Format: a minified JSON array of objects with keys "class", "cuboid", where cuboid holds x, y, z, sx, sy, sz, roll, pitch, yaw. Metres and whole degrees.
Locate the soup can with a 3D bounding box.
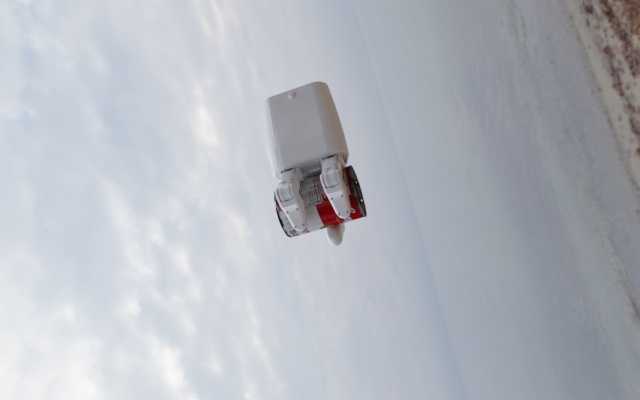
[{"class":"soup can","cuboid":[0.000,0.003,0.603,0.102,0.068,0.068,-17,-3,10]}]
